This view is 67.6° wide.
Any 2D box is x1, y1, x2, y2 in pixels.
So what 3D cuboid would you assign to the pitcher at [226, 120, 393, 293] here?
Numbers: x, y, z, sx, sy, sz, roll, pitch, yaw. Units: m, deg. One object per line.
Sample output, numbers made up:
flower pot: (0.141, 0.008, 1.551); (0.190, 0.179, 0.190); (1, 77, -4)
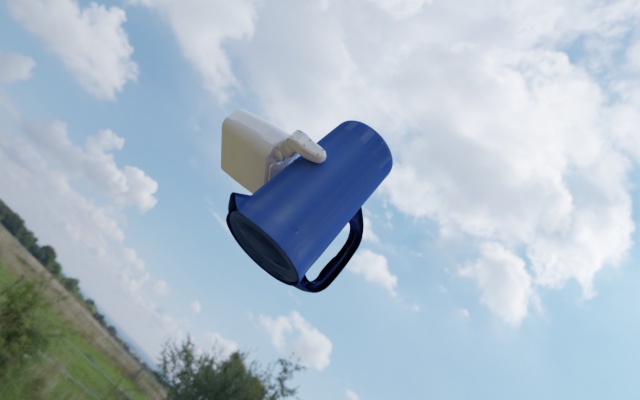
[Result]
pitcher: (0.000, 0.002, 0.685); (0.145, 0.242, 0.149); (32, -28, 25)
